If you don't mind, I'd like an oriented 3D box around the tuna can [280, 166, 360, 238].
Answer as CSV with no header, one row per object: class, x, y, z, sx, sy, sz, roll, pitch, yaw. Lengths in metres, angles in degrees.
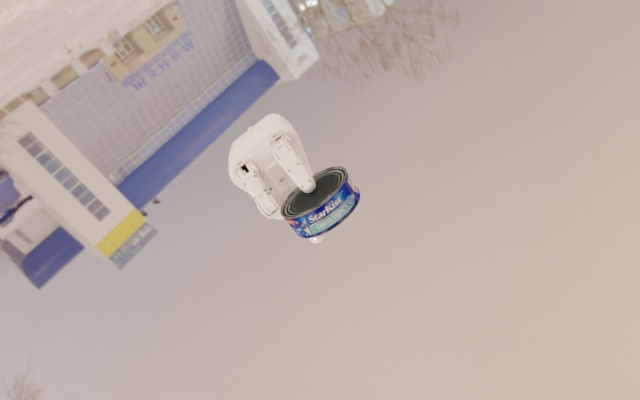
tuna can,0.000,0.002,0.525,0.086,0.034,0.086,-30,22,14
